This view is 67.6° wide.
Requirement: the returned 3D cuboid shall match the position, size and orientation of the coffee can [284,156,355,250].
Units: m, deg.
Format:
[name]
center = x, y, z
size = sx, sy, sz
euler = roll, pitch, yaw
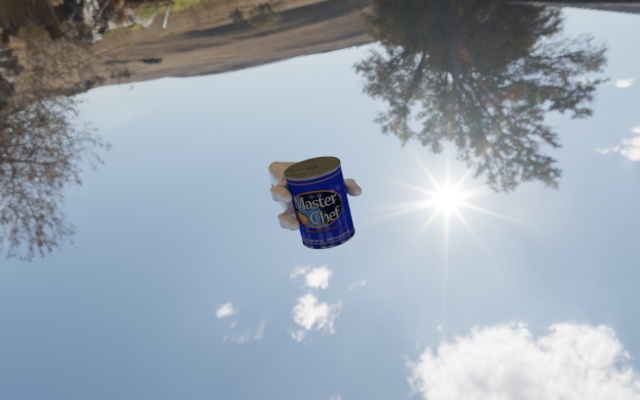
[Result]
[coffee can]
center = 0.000, 0.003, 0.865
size = 0.103, 0.140, 0.102
euler = -12, 21, 5
